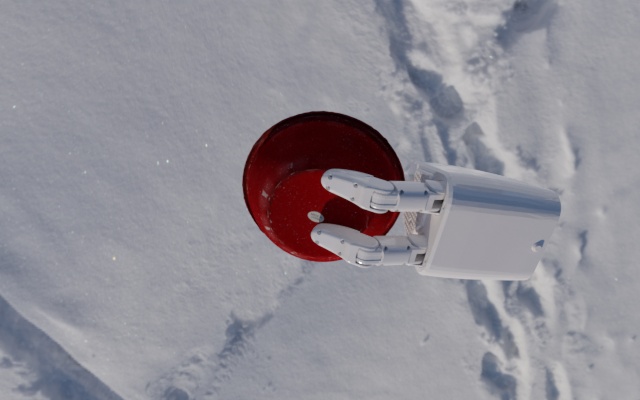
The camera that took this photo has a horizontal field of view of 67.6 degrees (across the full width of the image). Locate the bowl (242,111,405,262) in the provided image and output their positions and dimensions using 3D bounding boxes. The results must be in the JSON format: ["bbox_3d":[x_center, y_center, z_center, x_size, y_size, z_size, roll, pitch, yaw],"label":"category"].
[{"bbox_3d":[-0.001,0.002,0.449,0.162,0.162,0.055,0,27,6],"label":"bowl"}]
